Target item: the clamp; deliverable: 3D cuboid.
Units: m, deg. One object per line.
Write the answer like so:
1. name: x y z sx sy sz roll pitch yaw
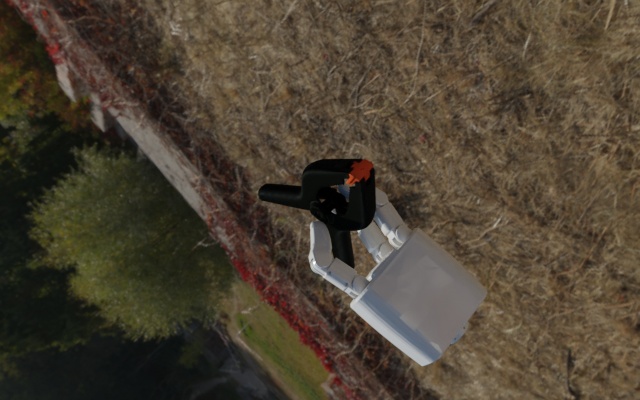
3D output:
1. clamp: 0.000 0.002 0.561 0.164 0.036 0.210 39 -29 7
